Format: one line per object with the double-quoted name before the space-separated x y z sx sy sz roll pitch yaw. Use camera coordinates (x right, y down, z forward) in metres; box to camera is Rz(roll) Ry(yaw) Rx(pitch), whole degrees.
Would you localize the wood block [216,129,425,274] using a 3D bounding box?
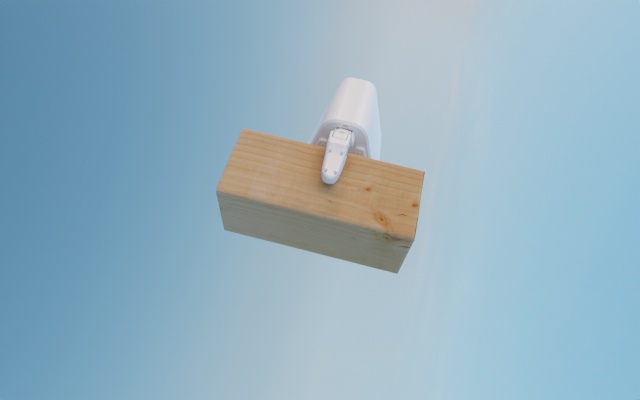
"wood block" 0.000 0.001 0.534 0.206 0.090 0.091 13 -32 4
